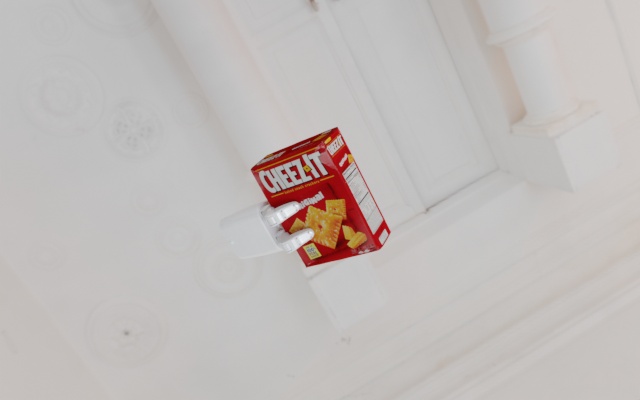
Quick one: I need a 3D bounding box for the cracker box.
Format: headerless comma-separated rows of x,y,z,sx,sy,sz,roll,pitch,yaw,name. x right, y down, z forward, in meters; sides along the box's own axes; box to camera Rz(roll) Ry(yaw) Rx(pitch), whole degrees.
0.000,0.003,0.831,0.164,0.214,0.072,-17,20,34,cracker box
